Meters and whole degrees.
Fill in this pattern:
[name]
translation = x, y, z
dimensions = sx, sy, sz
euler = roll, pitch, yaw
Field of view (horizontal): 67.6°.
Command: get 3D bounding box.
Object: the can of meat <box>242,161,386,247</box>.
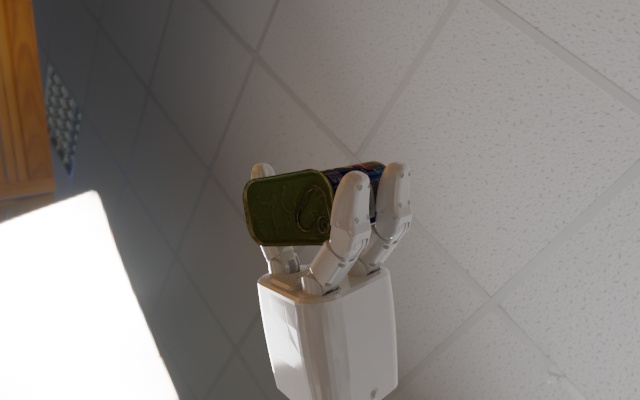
[can of meat]
translation = 0.000, 0.001, 0.401
dimensions = 0.102, 0.057, 0.084
euler = -7, 5, 44
